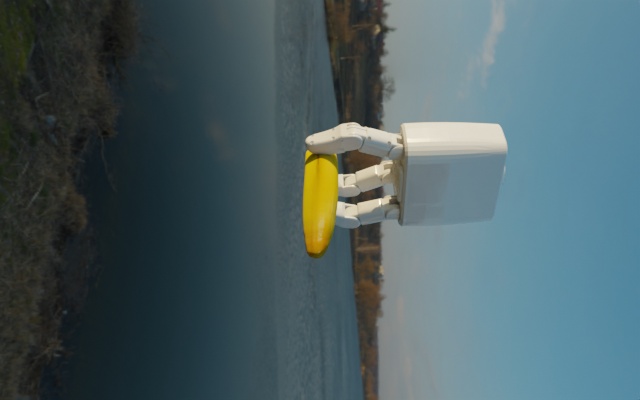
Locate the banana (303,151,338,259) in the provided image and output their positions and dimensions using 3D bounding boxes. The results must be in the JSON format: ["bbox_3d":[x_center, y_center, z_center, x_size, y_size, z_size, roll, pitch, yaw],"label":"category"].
[{"bbox_3d":[0.000,-0.017,0.514,0.037,0.070,0.197,1,26,-1],"label":"banana"}]
